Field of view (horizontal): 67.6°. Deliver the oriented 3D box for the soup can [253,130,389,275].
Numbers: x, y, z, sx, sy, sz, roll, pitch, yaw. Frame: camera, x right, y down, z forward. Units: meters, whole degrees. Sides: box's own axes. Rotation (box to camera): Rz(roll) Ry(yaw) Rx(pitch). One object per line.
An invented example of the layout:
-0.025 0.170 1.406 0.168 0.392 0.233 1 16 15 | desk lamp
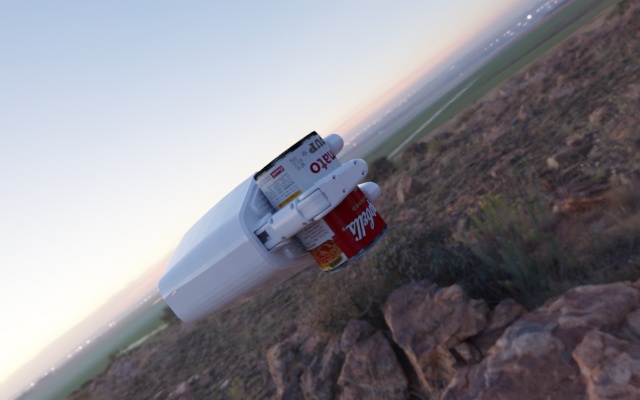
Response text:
0.000 0.001 0.402 0.068 0.102 0.068 -37 4 3 | soup can
